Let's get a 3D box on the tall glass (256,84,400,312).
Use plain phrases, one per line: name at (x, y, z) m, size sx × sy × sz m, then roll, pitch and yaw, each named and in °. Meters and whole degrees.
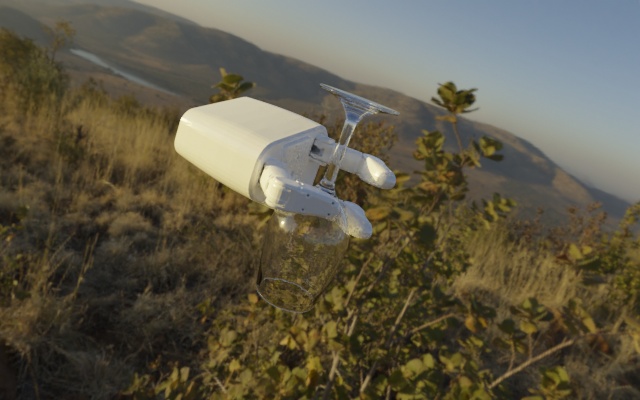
tall glass at (0.000, 0.001, 0.440) m, size 0.079 × 0.201 × 0.079 m, roll 19°, pitch 15°, yaw -5°
